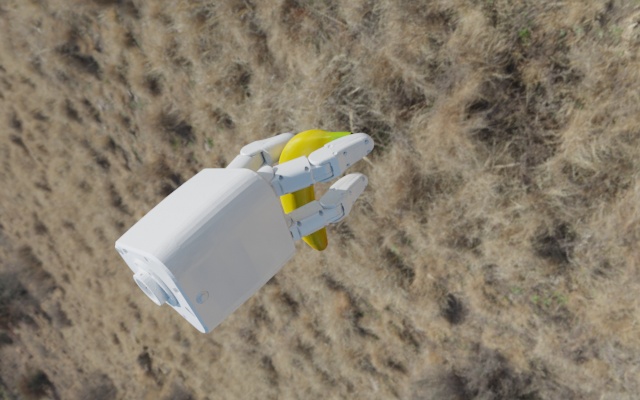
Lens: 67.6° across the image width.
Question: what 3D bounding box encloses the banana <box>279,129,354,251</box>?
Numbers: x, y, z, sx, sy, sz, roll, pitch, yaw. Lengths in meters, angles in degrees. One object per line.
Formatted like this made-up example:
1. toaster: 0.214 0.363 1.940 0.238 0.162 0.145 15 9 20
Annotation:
1. banana: -0.014 -0.011 0.503 0.069 0.037 0.198 35 -32 16
